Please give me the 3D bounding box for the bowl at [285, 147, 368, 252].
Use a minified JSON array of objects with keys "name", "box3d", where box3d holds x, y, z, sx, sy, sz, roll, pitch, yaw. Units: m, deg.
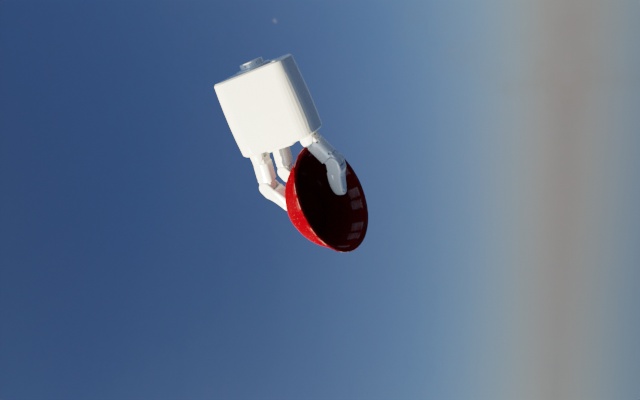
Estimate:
[{"name":"bowl","box3d":[0.000,0.004,0.690,0.055,0.162,0.162,-23,-14,36]}]
